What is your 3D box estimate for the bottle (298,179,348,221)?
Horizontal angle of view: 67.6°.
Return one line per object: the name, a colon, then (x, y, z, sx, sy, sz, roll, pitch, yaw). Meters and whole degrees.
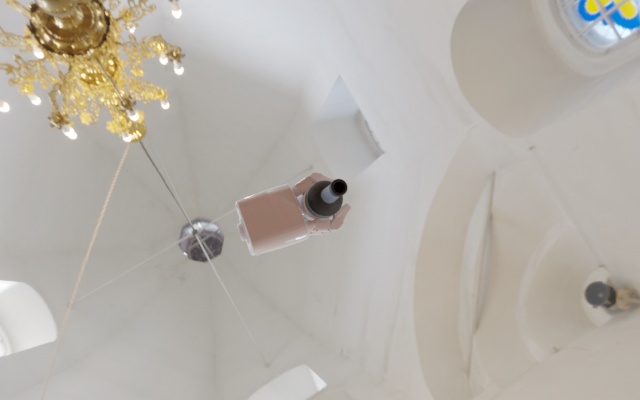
bottle: (0.000, 0.003, 0.892, 0.069, 0.069, 0.296, 0, -9, -12)
